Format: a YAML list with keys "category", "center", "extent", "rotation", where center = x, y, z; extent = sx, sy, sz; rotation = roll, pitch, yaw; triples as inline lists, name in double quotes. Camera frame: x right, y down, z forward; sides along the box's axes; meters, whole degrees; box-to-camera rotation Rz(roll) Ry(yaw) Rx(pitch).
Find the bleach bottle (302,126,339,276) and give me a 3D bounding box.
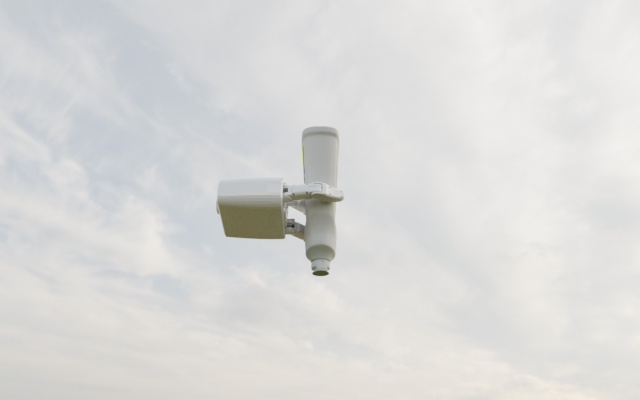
- category: "bleach bottle"
  center: [0.000, 0.003, 0.819]
  extent: [0.068, 0.250, 0.103]
  rotation: [-1, -27, 1]
